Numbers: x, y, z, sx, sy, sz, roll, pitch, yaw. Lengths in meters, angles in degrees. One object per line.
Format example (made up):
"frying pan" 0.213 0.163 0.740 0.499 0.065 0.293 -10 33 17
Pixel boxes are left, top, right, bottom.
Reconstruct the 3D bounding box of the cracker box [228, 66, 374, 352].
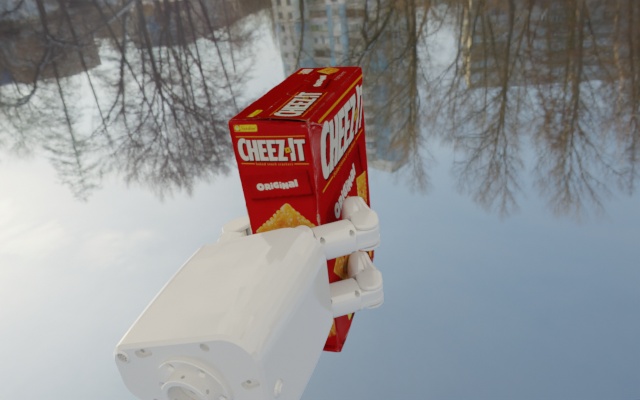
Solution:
"cracker box" 0.000 0.002 0.441 0.072 0.214 0.164 3 29 17
